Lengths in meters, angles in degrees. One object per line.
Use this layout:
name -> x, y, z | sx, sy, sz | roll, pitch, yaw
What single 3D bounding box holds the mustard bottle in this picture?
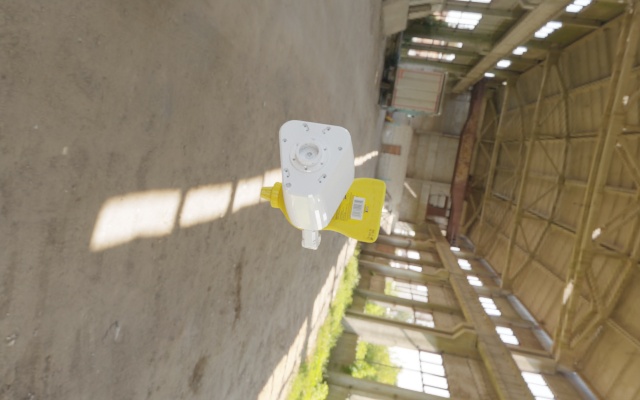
mustard bottle -> 0.000, 0.003, 0.739 | 0.191, 0.096, 0.058 | 10, 1, 8
